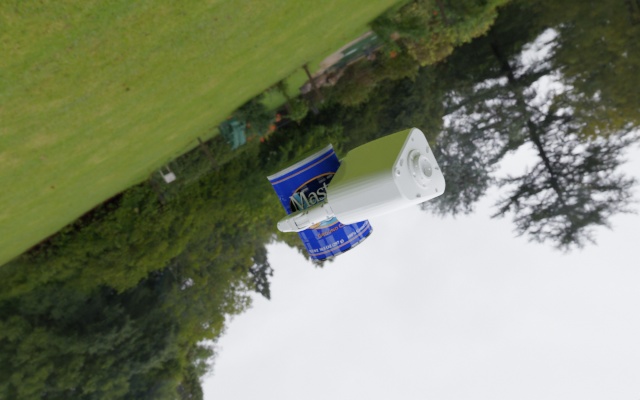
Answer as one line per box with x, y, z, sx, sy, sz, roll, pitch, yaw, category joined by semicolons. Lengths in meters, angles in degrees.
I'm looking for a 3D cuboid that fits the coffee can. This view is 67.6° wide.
0.000;0.002;0.690;0.103;0.140;0.103;-27;9;5;coffee can
